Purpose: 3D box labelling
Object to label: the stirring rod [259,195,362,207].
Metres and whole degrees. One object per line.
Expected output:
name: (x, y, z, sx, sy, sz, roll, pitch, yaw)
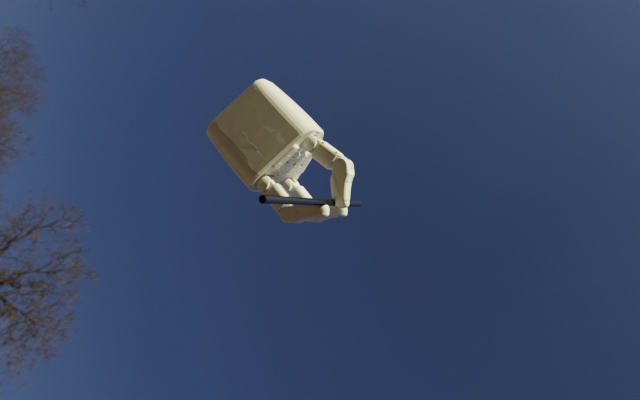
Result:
stirring rod: (0.000, 0.002, 0.543, 0.011, 0.011, 0.239, 0, -1, 26)
